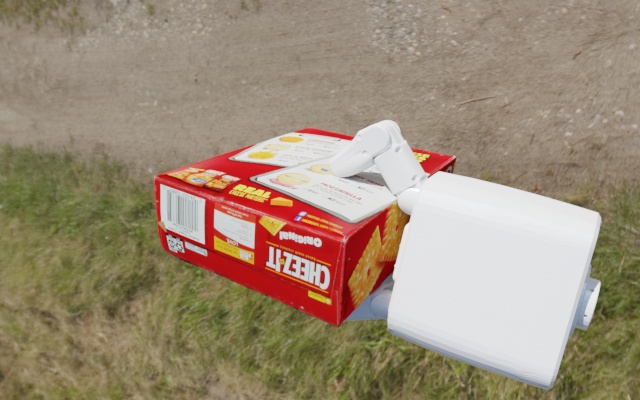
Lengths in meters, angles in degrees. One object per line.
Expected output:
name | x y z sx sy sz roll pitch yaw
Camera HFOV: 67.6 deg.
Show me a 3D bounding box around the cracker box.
cracker box | 0.000 0.001 0.403 0.164 0.072 0.213 16 25 28
